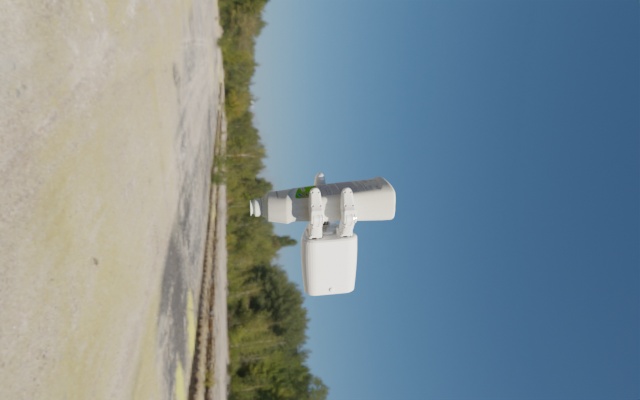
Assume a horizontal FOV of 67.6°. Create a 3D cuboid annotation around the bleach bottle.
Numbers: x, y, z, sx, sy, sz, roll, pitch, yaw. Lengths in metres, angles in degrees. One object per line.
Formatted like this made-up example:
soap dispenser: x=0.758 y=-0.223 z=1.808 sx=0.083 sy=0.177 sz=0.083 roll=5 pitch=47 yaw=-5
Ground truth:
bleach bottle: x=0.000 y=0.003 z=0.854 sx=0.251 sy=0.068 sz=0.102 roll=-3 pitch=18 yaw=-10
